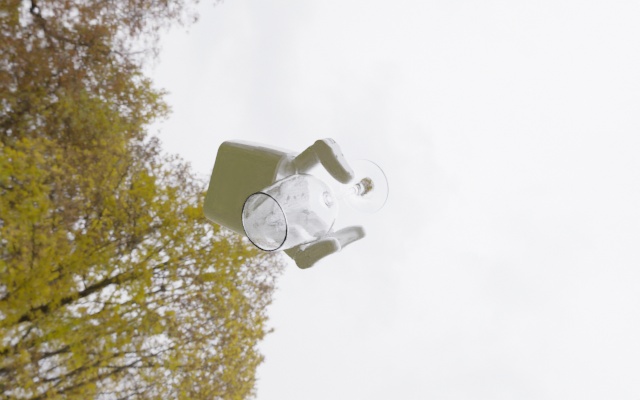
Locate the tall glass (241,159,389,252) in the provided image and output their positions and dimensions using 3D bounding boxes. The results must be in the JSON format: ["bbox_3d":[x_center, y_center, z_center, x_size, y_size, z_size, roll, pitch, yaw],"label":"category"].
[{"bbox_3d":[0.001,0.002,0.555,0.079,0.079,0.201,0,12,36],"label":"tall glass"}]
